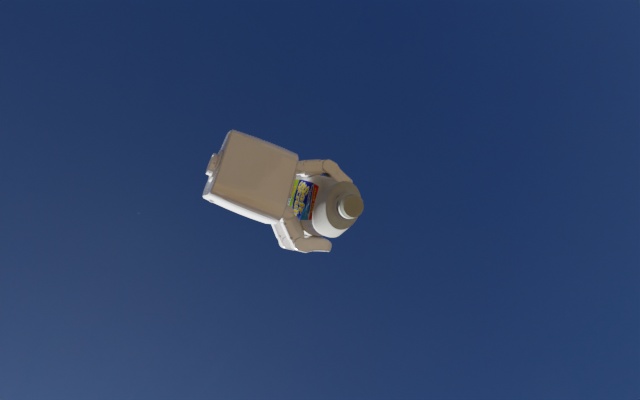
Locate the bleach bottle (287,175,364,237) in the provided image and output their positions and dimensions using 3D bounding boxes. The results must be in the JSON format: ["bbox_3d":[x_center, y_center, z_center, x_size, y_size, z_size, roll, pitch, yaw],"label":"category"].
[{"bbox_3d":[0.000,0.002,0.709,0.068,0.102,0.251,23,-9,-18],"label":"bleach bottle"}]
